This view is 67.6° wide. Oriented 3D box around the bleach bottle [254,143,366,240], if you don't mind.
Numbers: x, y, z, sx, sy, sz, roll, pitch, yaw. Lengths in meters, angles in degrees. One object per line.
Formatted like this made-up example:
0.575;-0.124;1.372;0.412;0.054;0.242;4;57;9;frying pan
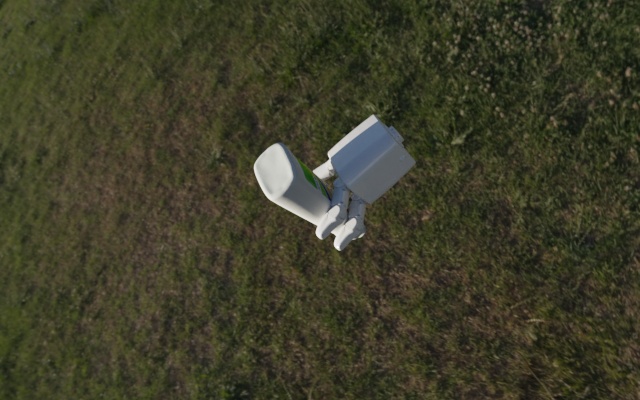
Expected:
0.000;0.003;0.815;0.068;0.102;0.251;-40;-41;14;bleach bottle
